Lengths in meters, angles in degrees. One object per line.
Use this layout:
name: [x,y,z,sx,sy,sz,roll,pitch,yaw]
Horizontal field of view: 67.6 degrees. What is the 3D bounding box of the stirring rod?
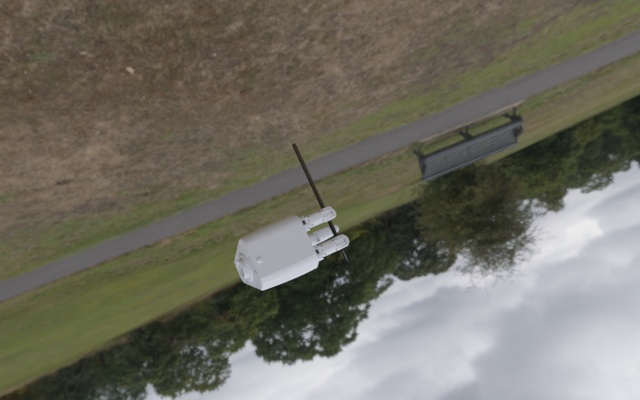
stirring rod: [0.000,0.003,0.882,0.011,0.239,0.011,-25,-6,-3]
